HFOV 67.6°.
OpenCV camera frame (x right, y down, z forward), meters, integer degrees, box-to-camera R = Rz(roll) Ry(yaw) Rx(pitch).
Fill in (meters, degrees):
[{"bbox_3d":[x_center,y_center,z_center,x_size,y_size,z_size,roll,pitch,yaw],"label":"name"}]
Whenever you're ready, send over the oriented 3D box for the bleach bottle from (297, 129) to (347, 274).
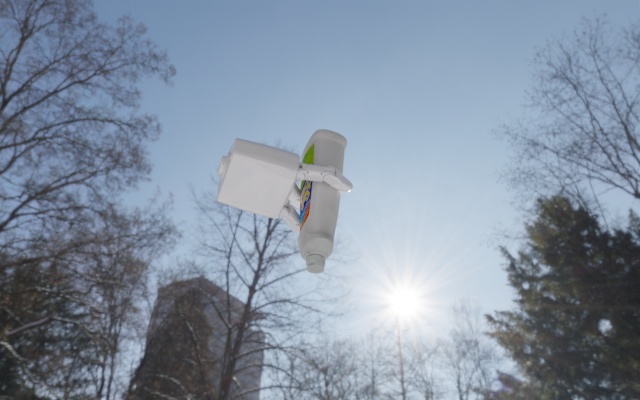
[{"bbox_3d":[0.000,0.003,0.811,0.068,0.250,0.103,16,-39,-17],"label":"bleach bottle"}]
